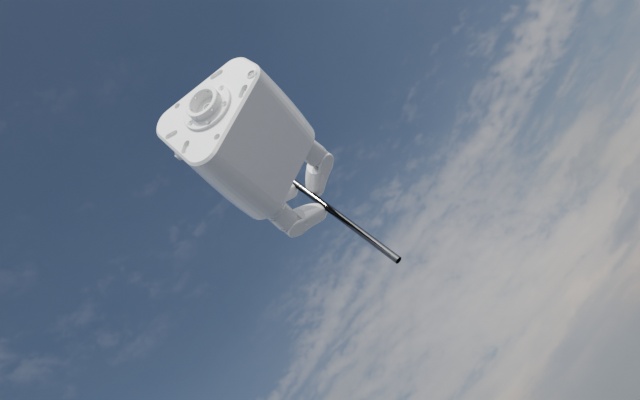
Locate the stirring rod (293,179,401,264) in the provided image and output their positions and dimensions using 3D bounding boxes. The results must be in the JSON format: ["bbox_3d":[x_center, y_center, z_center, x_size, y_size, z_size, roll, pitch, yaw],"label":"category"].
[{"bbox_3d":[0.000,0.002,0.543,0.011,0.011,0.239,0,28,-47],"label":"stirring rod"}]
